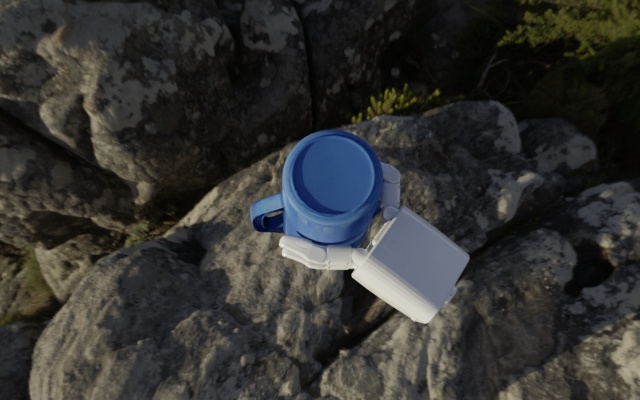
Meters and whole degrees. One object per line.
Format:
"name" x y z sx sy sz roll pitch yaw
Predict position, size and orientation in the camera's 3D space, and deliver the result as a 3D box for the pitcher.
"pitcher" 0.000 0.002 0.613 0.145 0.149 0.243 36 -11 7
